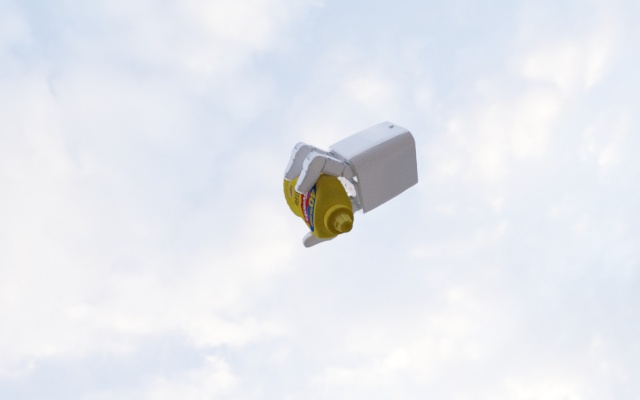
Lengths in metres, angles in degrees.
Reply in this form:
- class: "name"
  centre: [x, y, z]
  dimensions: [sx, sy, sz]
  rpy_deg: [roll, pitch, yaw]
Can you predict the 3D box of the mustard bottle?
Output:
- class: "mustard bottle"
  centre: [0.000, 0.002, 0.703]
  dimensions: [0.058, 0.096, 0.191]
  rpy_deg: [-4, 21, -22]
